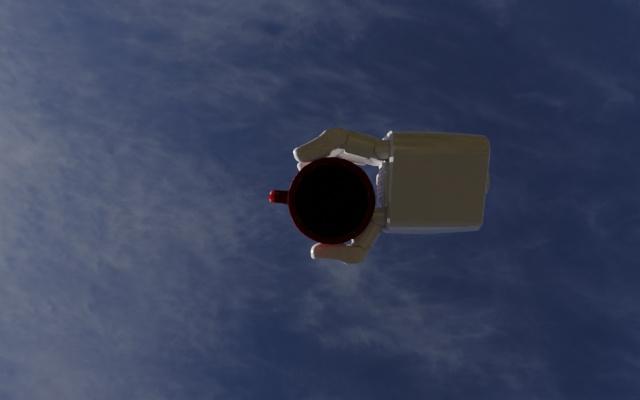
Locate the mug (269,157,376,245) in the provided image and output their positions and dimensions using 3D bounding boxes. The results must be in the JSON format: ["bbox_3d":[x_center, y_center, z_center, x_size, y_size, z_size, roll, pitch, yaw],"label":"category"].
[{"bbox_3d":[-0.001,0.002,0.544,0.117,0.093,0.081,3,-3,0],"label":"mug"}]
